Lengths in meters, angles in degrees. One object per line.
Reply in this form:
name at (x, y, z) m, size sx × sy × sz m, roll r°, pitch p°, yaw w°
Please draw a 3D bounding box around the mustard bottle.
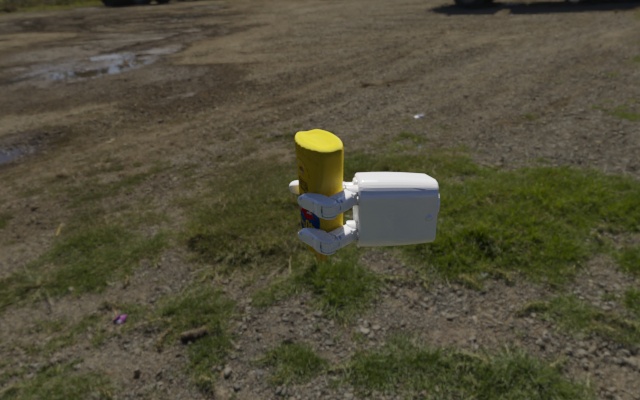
mustard bottle at (0.000, 0.002, 0.681) m, size 0.058 × 0.192 × 0.096 m, roll -13°, pitch 28°, yaw -20°
